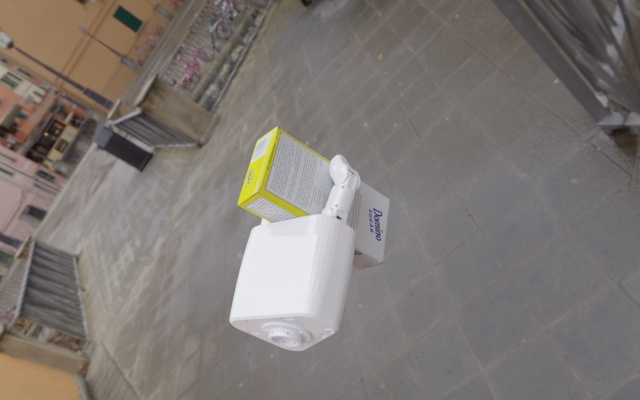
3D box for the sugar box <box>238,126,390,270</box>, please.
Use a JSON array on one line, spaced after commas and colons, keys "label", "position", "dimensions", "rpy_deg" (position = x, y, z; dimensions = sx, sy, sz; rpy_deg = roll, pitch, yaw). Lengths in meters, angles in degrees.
[{"label": "sugar box", "position": [0.000, 0.002, 0.542], "dimensions": [0.176, 0.093, 0.048], "rpy_deg": [33, -39, -28]}]
